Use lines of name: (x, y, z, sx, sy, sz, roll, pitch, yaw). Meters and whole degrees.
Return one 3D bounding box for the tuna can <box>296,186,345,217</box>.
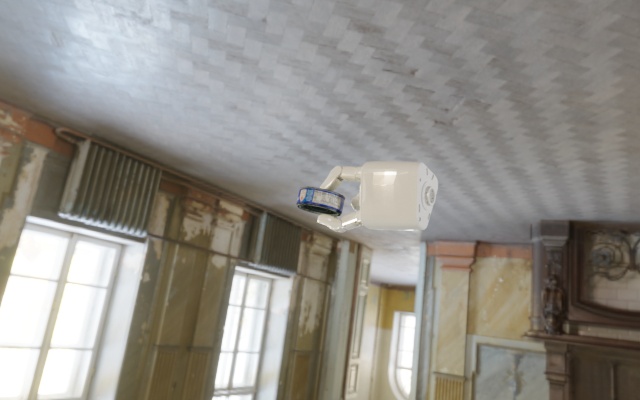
tuna can: (0.000, 0.003, 0.868, 0.086, 0.033, 0.086, 12, -11, 2)
